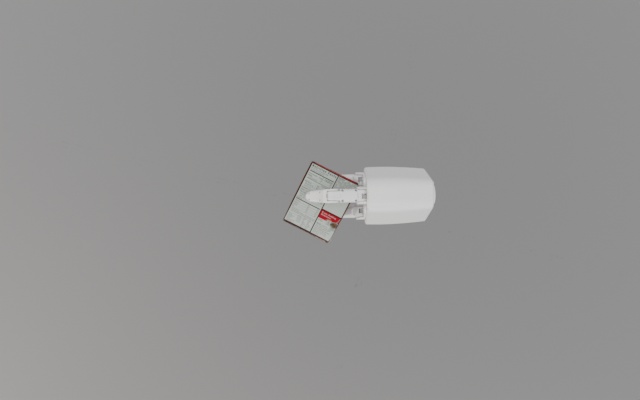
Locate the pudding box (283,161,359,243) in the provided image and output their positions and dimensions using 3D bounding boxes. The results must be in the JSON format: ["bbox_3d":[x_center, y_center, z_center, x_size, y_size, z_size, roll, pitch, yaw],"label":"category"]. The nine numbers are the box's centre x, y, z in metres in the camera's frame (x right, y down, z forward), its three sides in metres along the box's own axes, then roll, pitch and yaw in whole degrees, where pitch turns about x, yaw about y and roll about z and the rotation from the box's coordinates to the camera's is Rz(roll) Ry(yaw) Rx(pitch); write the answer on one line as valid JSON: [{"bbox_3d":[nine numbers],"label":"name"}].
[{"bbox_3d":[0.000,0.003,0.802,0.090,0.113,0.039,27,0,0],"label":"pudding box"}]
